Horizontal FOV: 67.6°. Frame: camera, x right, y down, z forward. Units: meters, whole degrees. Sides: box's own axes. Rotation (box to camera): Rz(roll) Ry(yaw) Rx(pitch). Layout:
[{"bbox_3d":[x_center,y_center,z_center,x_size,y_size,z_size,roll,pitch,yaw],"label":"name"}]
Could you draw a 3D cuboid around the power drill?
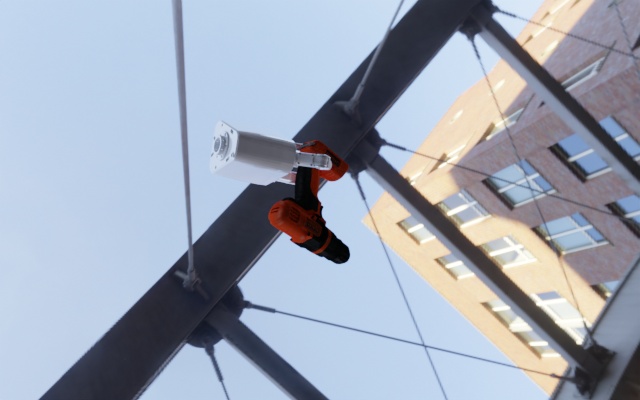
[{"bbox_3d":[0.000,0.002,0.847,0.057,0.187,0.184,-17,-40,38],"label":"power drill"}]
